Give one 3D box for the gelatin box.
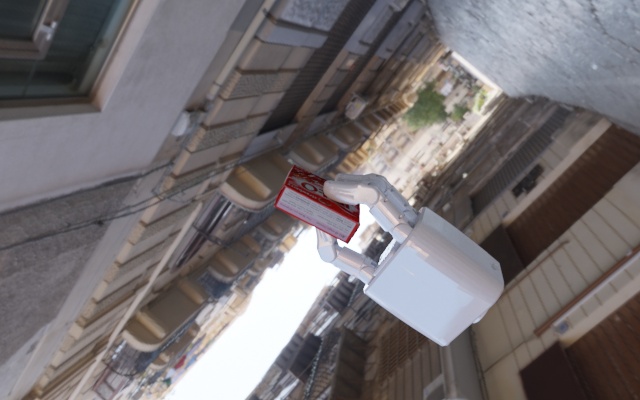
[{"bbox_3d":[0.000,0.002,0.514,0.089,0.030,0.073,27,21,-5],"label":"gelatin box"}]
